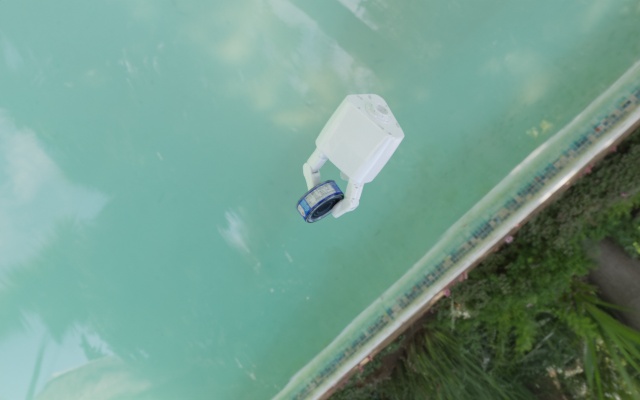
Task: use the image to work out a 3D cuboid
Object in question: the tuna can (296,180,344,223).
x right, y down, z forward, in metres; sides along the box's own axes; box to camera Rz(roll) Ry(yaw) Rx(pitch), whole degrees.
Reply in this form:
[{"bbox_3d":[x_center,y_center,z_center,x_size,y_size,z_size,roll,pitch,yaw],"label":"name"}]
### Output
[{"bbox_3d":[0.000,0.003,0.855,0.086,0.033,0.086,-32,-18,-11],"label":"tuna can"}]
